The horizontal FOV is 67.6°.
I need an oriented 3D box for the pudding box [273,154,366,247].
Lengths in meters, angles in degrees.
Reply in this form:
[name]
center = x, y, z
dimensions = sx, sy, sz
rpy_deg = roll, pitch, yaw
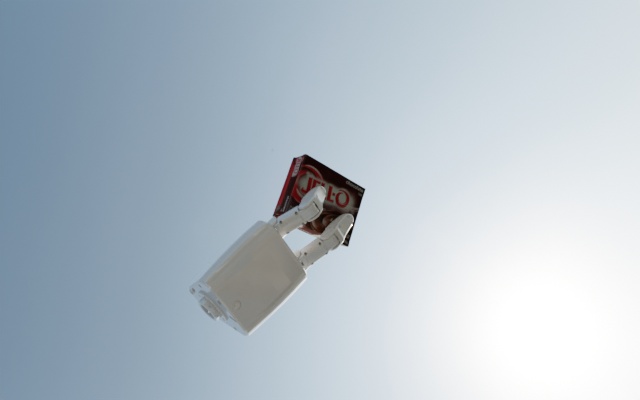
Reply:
[pudding box]
center = 0.000, 0.002, 0.651
dimensions = 0.113, 0.090, 0.039
rpy_deg = 29, -18, -32
